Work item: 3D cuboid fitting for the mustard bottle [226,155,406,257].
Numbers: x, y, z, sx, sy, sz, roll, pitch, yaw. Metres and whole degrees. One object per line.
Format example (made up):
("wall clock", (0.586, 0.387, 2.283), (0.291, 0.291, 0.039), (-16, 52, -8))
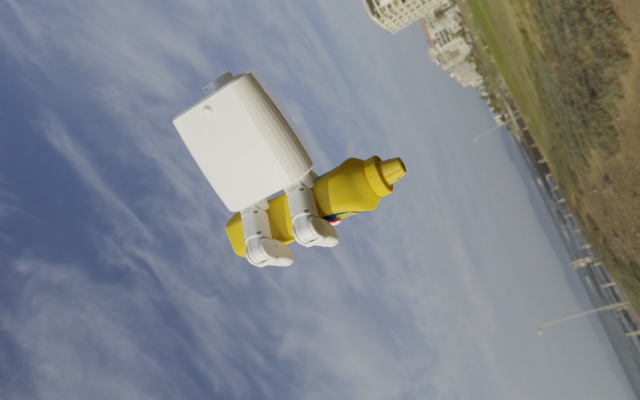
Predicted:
("mustard bottle", (0.000, 0.002, 0.503), (0.192, 0.058, 0.096), (-25, -7, 23))
